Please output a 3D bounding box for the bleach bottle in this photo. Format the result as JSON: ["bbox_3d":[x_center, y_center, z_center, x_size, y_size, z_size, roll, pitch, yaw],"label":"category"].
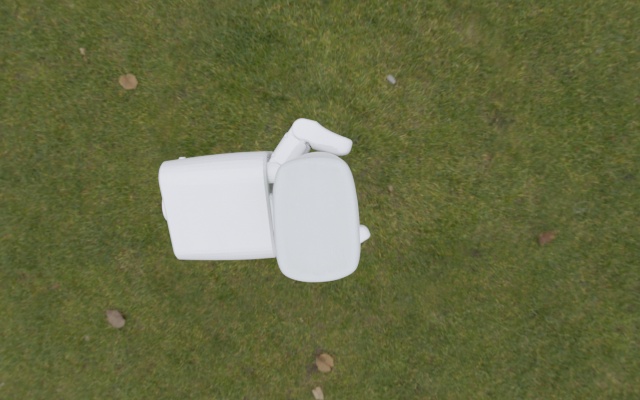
[{"bbox_3d":[0.000,0.002,0.490,0.068,0.102,0.251,-3,5,2],"label":"bleach bottle"}]
